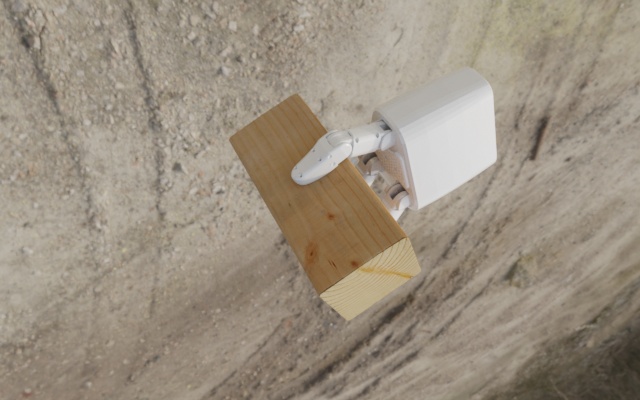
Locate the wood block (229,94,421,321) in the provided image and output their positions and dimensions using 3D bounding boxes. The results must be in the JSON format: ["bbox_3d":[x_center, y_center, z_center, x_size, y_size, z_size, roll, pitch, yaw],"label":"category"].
[{"bbox_3d":[0.000,0.001,0.481,0.090,0.206,0.091,-34,-33,0],"label":"wood block"}]
